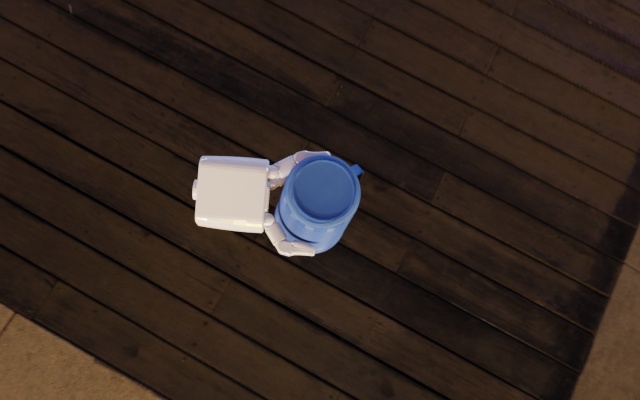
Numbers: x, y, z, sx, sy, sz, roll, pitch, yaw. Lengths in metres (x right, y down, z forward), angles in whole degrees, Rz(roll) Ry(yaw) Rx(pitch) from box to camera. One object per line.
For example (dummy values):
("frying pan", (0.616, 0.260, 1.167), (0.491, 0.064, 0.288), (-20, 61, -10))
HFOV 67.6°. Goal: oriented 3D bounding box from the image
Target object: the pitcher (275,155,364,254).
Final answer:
("pitcher", (0.000, 0.003, 0.779), (0.145, 0.149, 0.243), (6, -12, -5))
